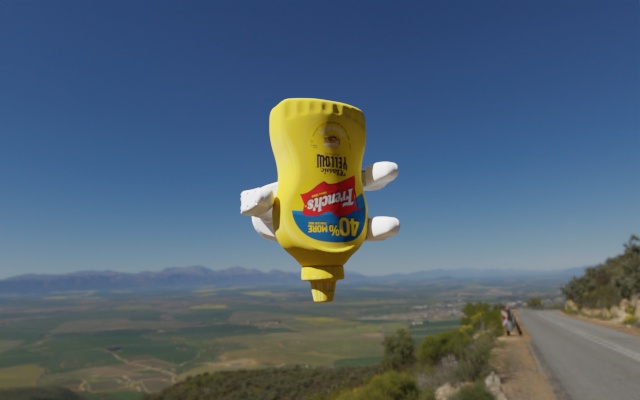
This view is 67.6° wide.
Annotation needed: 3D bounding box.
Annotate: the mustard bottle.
[{"bbox_3d":[0.000,0.001,0.466,0.096,0.191,0.058,3,-10,-29],"label":"mustard bottle"}]
